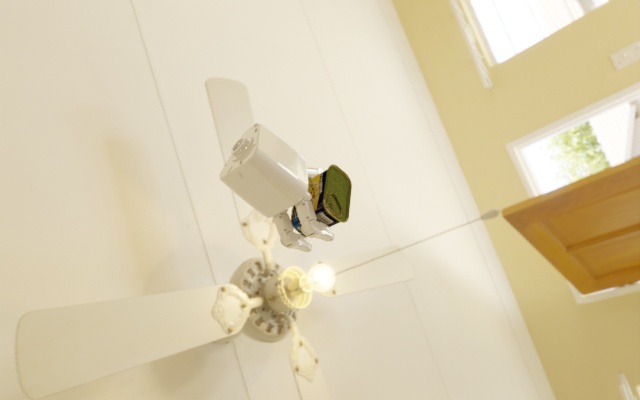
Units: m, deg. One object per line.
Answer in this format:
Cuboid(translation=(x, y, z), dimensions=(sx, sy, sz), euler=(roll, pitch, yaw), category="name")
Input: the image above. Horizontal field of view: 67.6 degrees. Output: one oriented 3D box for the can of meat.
Cuboid(translation=(0.000, 0.003, 0.790), dimensions=(0.084, 0.102, 0.057), euler=(-27, -50, 36), category="can of meat")
